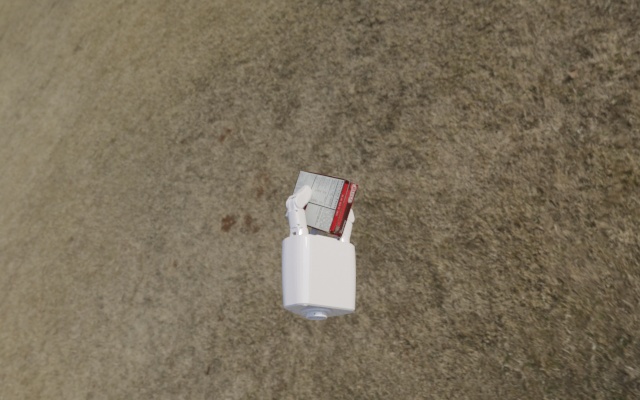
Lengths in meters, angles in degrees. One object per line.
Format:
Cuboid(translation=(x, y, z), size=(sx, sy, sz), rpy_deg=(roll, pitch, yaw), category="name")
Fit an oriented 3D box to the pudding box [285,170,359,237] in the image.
Cuboid(translation=(0.000, 0.003, 0.783), size=(0.113, 0.090, 0.039), rpy_deg=(16, -4, 43), category="pudding box")
